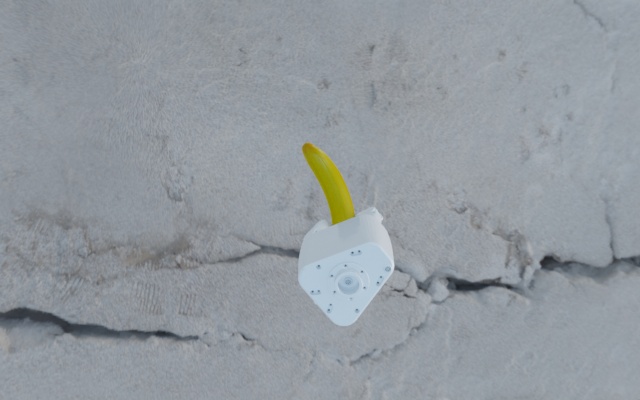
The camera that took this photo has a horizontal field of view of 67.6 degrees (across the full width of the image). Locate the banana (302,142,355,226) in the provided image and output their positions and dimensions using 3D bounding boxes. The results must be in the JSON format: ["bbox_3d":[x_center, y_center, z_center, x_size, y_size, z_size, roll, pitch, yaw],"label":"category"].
[{"bbox_3d":[0.017,0.004,0.741,0.069,0.198,0.037,-7,9,26],"label":"banana"}]
